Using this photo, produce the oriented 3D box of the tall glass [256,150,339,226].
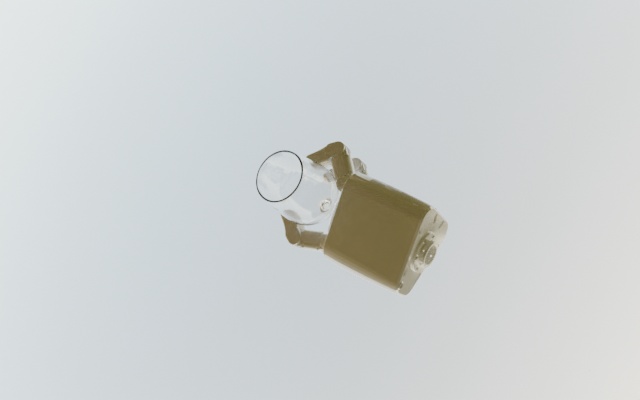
[{"bbox_3d":[0.000,0.002,0.611,0.079,0.079,0.201,0,-17,29],"label":"tall glass"}]
